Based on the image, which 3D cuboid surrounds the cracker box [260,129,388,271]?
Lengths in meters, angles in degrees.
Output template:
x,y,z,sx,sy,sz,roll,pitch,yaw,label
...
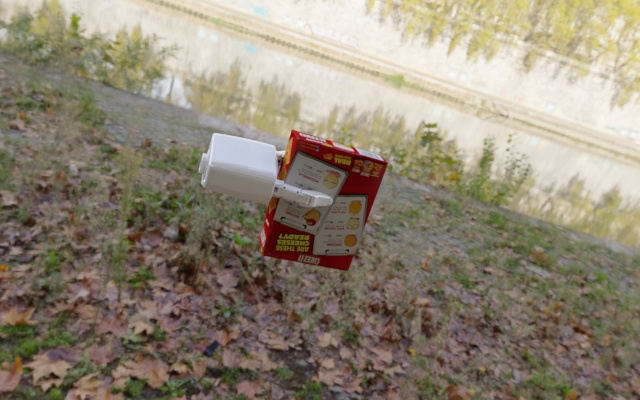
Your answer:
x,y,z,sx,sy,sz,roll,pitch,yaw,label
0.000,0.003,0.829,0.164,0.214,0.072,13,19,-17,cracker box
